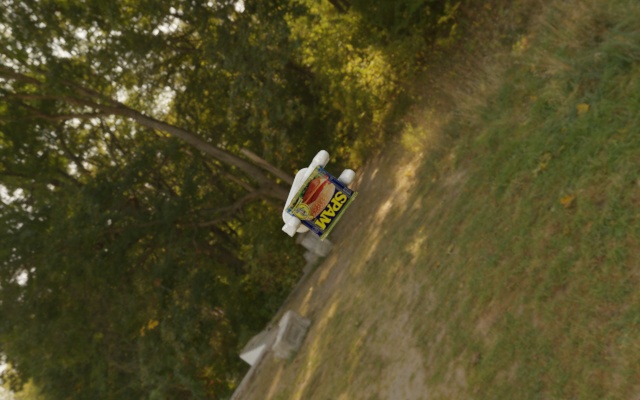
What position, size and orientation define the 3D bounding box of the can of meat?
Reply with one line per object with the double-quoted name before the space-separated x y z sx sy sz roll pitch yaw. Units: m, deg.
"can of meat" 0.000 0.003 0.815 0.084 0.102 0.057 37 3 -1
